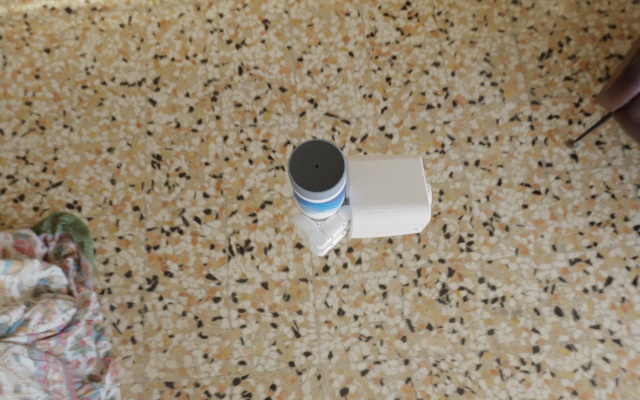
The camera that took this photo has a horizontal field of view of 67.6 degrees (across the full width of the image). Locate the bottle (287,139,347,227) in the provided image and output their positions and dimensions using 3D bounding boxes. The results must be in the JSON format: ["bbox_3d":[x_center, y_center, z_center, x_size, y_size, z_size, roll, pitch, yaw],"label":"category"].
[{"bbox_3d":[0.000,0.002,0.673,0.069,0.069,0.296,0,-16,2],"label":"bottle"}]
